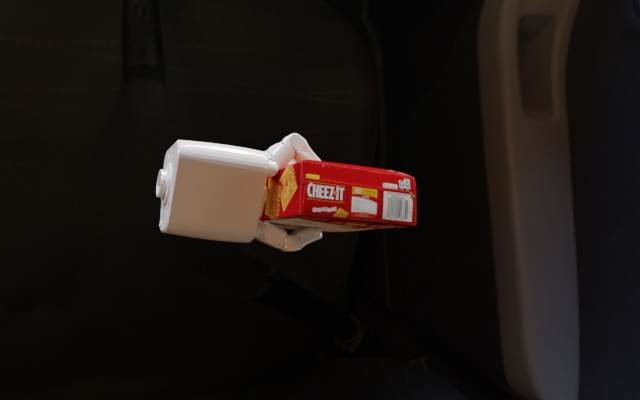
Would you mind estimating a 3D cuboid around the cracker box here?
[{"bbox_3d":[0.000,0.002,0.649,0.164,0.072,0.214,6,-8,-27],"label":"cracker box"}]
